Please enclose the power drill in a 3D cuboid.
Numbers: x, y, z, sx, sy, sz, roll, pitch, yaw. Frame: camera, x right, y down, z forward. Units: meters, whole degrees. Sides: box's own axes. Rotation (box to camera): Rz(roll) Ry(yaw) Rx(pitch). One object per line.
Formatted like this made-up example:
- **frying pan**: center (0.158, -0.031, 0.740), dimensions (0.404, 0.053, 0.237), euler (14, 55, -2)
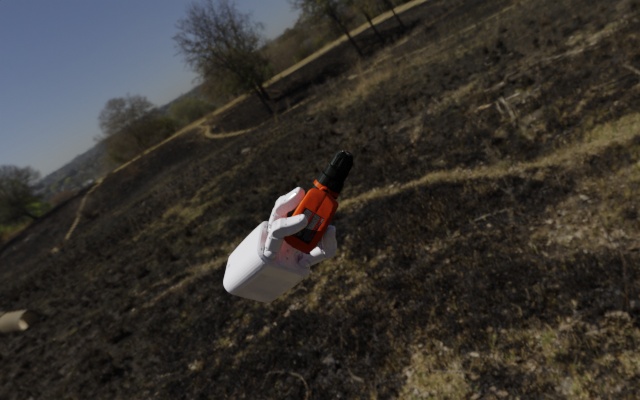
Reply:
- **power drill**: center (0.000, 0.003, 0.825), dimensions (0.057, 0.184, 0.187), euler (29, 13, 0)
